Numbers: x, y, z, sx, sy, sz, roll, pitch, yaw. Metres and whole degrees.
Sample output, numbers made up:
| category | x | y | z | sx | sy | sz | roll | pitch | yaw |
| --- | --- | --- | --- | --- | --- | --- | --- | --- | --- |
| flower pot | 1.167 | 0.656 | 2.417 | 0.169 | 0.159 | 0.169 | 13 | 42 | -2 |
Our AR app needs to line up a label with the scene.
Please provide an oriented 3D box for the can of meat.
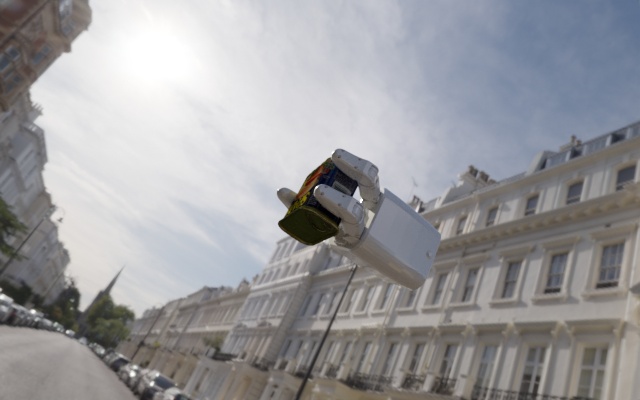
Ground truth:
| category | x | y | z | sx | sy | sz | roll | pitch | yaw |
| --- | --- | --- | --- | --- | --- | --- | --- | --- | --- |
| can of meat | 0.000 | 0.002 | 0.607 | 0.057 | 0.084 | 0.102 | 34 | -27 | -12 |
